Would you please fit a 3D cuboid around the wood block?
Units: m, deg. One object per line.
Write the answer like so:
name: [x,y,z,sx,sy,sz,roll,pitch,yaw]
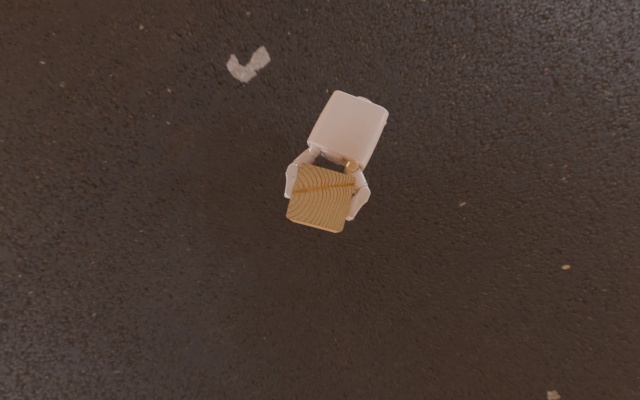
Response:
wood block: [0.000,0.002,0.827,0.091,0.090,0.206,16,-4,1]
